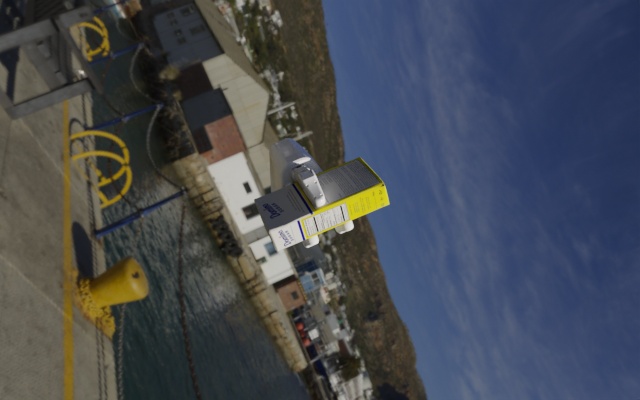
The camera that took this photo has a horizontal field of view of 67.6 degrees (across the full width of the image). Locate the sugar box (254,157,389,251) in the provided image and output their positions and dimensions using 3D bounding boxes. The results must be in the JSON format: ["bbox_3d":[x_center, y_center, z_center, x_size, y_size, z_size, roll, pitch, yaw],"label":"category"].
[{"bbox_3d":[0.000,0.003,0.695,0.176,0.048,0.093,-24,35,-7],"label":"sugar box"}]
